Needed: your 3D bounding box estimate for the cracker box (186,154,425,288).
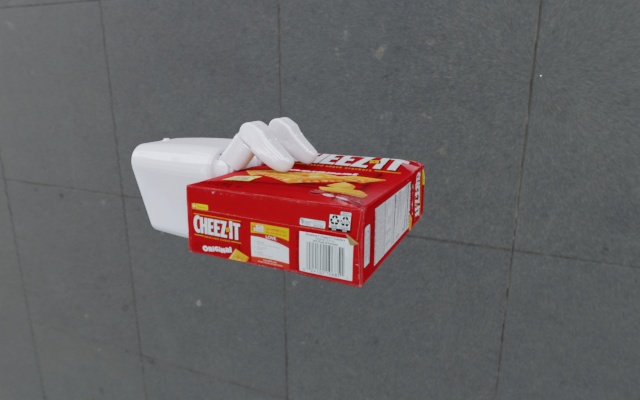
[{"bbox_3d":[0.000,0.002,0.475,0.164,0.072,0.213,8,16,23],"label":"cracker box"}]
